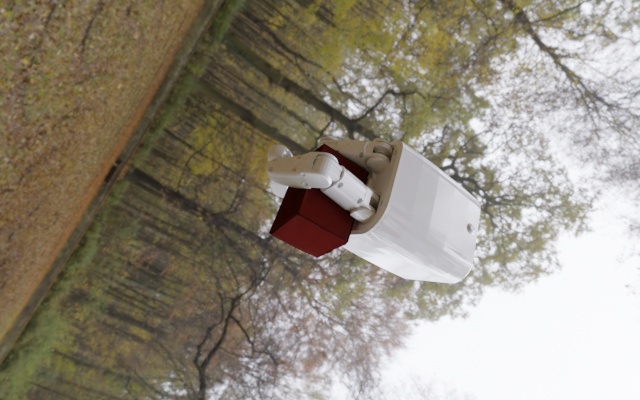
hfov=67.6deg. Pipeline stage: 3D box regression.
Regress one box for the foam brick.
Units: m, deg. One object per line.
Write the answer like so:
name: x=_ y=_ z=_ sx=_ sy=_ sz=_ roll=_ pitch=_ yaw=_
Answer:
foam brick: x=0.000 y=0.002 z=0.415 sx=0.051 sy=0.078 sz=0.053 roll=32 pitch=-34 yaw=-18
